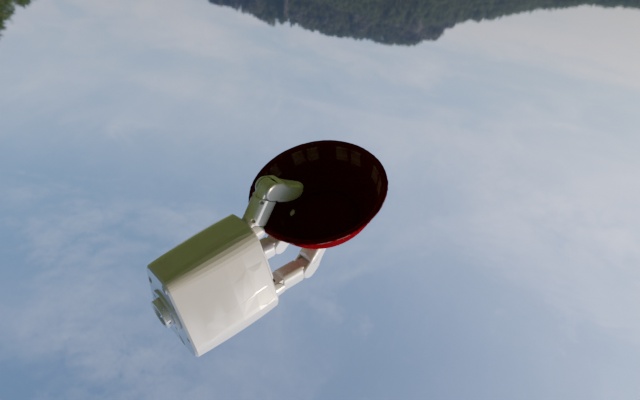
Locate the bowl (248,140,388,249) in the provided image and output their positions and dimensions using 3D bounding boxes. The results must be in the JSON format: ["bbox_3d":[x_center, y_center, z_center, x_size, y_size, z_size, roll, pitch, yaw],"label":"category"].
[{"bbox_3d":[0.001,0.002,0.564,0.162,0.162,0.055,0,-41,13],"label":"bowl"}]
